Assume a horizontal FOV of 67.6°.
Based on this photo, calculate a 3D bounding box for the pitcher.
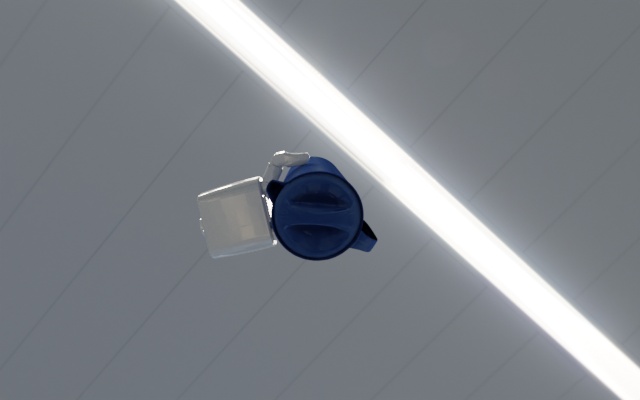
[{"bbox_3d":[0.000,0.003,0.792,0.145,0.149,0.242,-14,14,2],"label":"pitcher"}]
